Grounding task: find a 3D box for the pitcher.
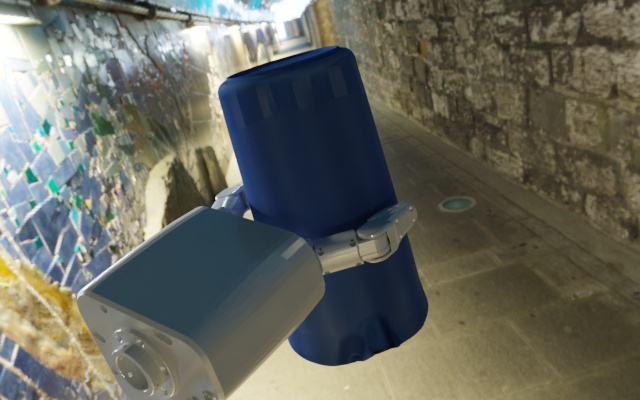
[{"bbox_3d":[0.000,0.001,0.412,0.149,0.243,0.145,-1,26,35],"label":"pitcher"}]
